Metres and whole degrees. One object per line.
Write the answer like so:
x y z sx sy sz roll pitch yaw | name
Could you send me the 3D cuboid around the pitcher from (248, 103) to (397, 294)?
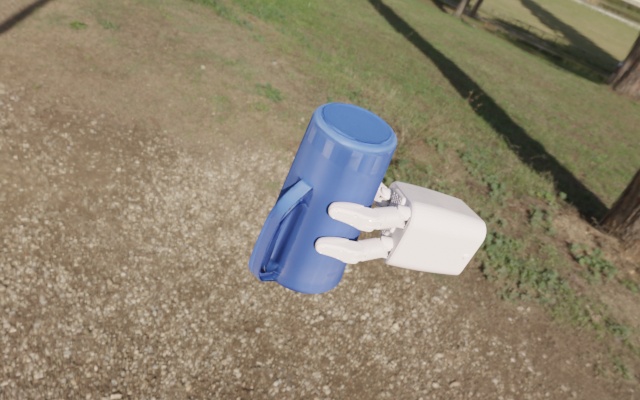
0.000 0.002 0.628 0.145 0.243 0.149 14 35 -11 | pitcher
